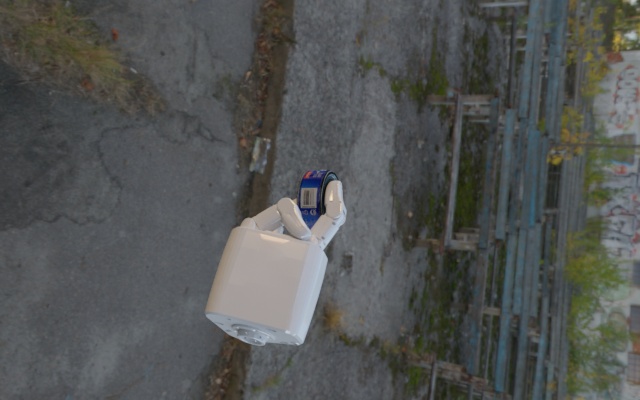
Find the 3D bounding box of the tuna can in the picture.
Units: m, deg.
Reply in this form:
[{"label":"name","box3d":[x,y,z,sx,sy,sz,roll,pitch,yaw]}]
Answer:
[{"label":"tuna can","box3d":[0.001,0.002,0.630,0.034,0.086,0.086,0,0,21]}]
